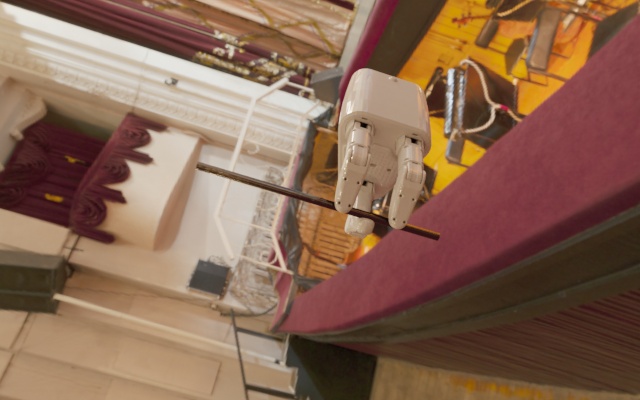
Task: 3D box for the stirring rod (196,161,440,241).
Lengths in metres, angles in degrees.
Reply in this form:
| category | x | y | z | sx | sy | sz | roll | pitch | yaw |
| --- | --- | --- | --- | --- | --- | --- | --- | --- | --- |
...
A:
| category | x | y | z | sx | sy | sz | roll | pitch | yaw |
| --- | --- | --- | --- | --- | --- | --- | --- | --- | --- |
| stirring rod | 0.000 | 0.002 | 0.455 | 0.239 | 0.011 | 0.011 | 17 | -2 | -5 |
